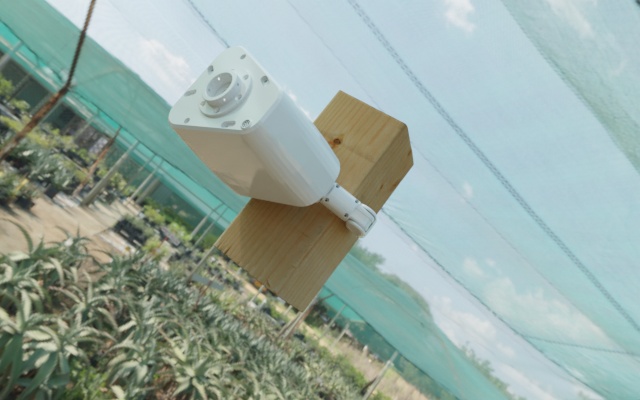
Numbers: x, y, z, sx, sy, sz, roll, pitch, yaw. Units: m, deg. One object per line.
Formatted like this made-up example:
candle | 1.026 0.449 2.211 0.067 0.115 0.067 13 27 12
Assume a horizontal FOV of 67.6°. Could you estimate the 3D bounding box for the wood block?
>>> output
wood block | 0.000 0.002 0.502 0.091 0.206 0.090 33 -11 25
